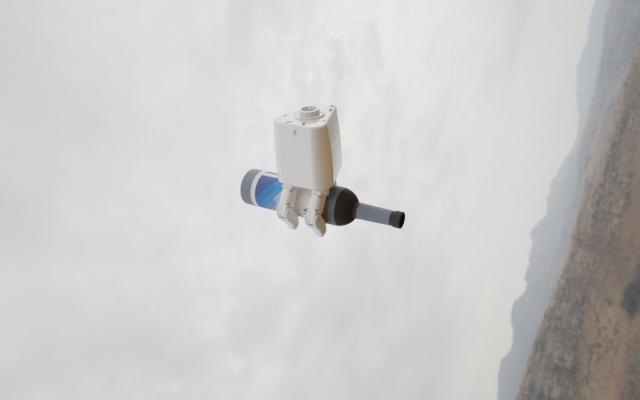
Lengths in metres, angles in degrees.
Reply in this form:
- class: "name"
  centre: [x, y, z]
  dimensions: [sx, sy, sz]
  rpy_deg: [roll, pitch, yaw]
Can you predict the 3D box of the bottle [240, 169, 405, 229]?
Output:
- class: "bottle"
  centre: [0.000, 0.003, 0.809]
  dimensions: [0.295, 0.069, 0.069]
  rpy_deg: [13, 6, 28]
